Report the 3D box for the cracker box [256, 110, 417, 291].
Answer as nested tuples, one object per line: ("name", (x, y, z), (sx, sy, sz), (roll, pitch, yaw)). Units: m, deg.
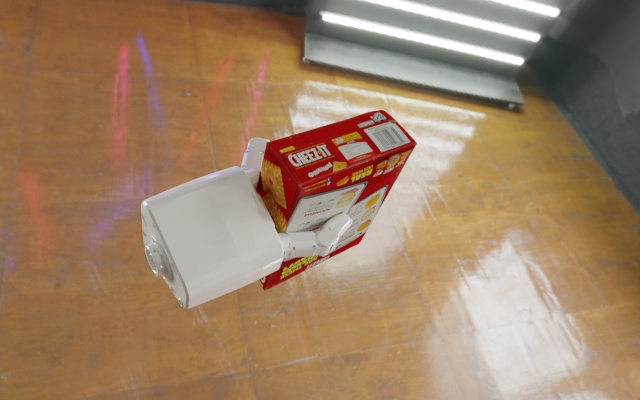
("cracker box", (0.000, 0.002, 0.578), (0.164, 0.072, 0.214), (-22, -27, -31))
